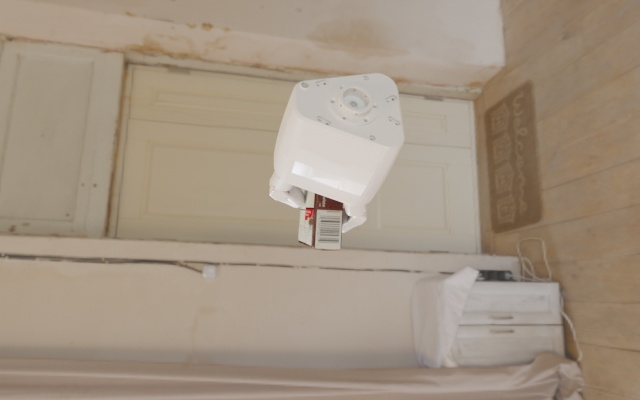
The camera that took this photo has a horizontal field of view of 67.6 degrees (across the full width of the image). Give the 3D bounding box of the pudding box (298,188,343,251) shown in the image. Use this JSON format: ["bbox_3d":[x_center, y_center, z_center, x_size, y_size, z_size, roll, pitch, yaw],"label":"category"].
[{"bbox_3d":[0.000,0.002,0.592,0.039,0.113,0.090,5,-1,-12],"label":"pudding box"}]
